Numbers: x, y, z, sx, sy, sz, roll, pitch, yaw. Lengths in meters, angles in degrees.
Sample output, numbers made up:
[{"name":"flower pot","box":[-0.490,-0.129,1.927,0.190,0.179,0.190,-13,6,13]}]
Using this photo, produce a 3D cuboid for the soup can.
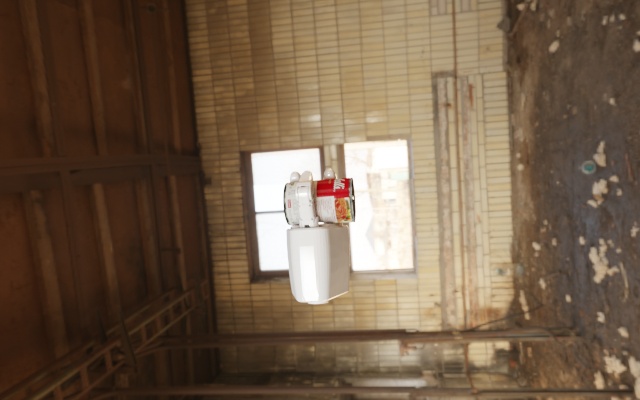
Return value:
[{"name":"soup can","box":[0.000,0.002,0.721,0.102,0.068,0.068,-4,-1,8]}]
